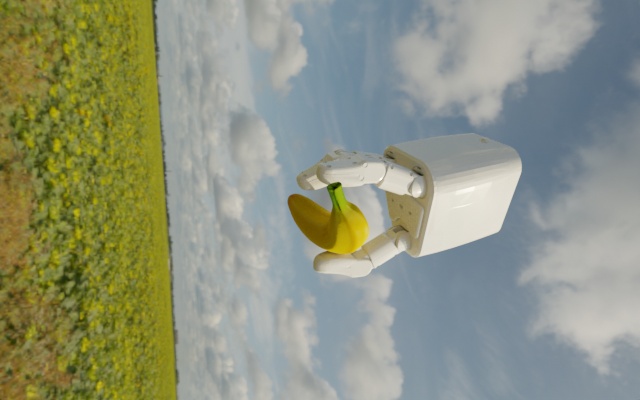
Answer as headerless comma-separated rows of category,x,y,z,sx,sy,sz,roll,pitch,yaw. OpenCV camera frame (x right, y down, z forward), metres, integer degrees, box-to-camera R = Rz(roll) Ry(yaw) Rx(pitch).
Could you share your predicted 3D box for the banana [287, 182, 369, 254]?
banana,0.007,0.019,0.471,0.037,0.069,0.198,-20,2,-16
